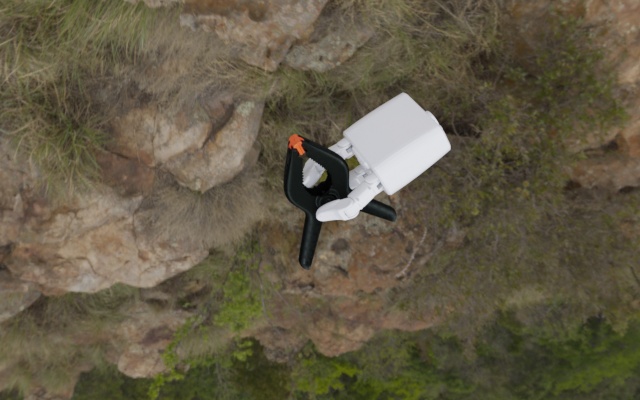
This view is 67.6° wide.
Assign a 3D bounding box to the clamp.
[{"bbox_3d":[0.000,0.002,0.674,0.164,0.210,0.036,-36,35,2],"label":"clamp"}]
